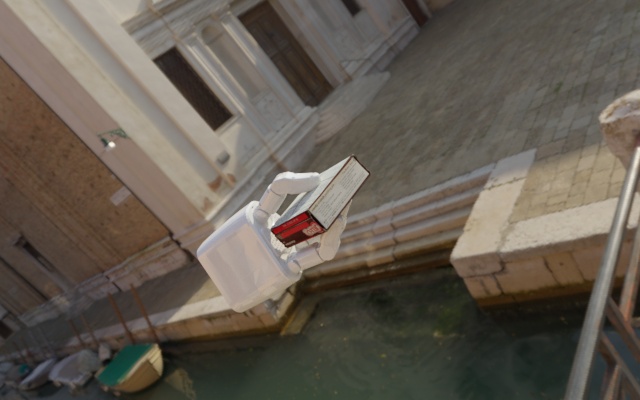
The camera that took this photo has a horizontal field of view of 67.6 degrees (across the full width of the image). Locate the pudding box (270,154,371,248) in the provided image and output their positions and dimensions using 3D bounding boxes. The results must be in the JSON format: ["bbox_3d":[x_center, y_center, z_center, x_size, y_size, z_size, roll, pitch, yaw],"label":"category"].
[{"bbox_3d":[0.000,0.002,0.586,0.090,0.039,0.113,-26,21,51],"label":"pudding box"}]
